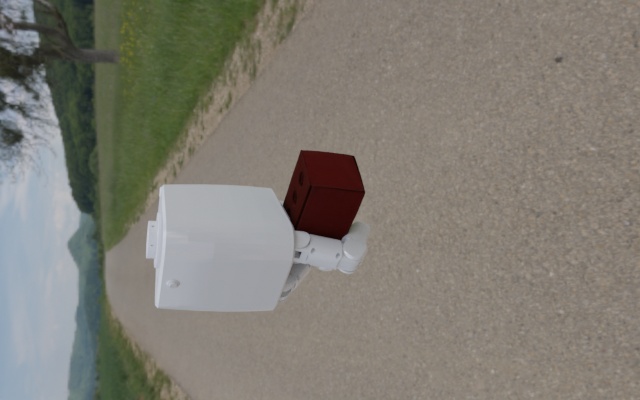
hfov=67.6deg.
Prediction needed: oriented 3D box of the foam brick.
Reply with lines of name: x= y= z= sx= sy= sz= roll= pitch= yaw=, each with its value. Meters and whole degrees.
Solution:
foam brick: x=0.000 y=0.001 z=0.432 sx=0.051 sy=0.078 sz=0.053 roll=7 pitch=39 yaw=-18
